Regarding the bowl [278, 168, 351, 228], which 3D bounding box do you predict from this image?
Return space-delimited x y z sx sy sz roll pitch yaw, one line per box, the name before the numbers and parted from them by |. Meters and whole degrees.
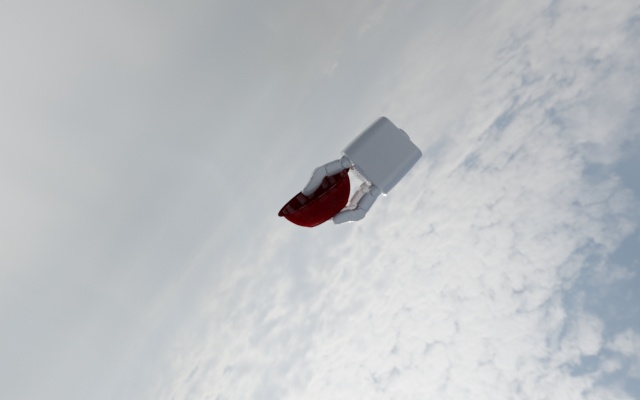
bowl | -0.001 0.004 0.900 0.162 0.055 0.162 -32 11 7
